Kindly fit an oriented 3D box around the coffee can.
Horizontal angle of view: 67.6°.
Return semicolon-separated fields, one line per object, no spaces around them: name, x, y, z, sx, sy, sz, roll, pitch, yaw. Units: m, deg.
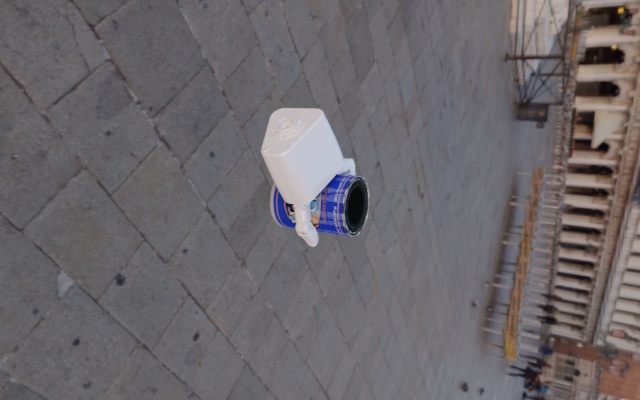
coffee can;0.000;0.003;0.814;0.140;0.103;0.103;7;3;28
